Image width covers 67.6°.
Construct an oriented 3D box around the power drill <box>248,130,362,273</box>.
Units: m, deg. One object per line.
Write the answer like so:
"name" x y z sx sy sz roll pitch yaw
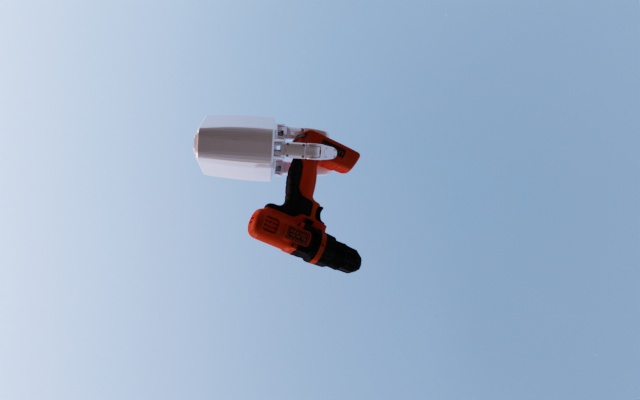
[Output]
"power drill" 0.000 0.002 0.724 0.184 0.187 0.057 25 -21 -21
